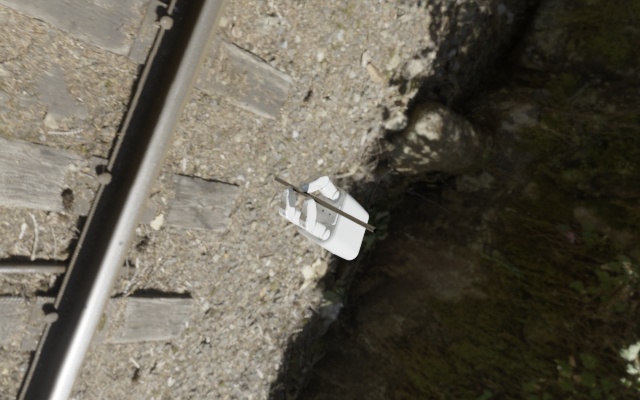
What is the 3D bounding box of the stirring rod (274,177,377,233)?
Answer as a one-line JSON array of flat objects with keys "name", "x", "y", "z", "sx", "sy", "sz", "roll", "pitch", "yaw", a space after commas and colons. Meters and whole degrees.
[{"name": "stirring rod", "x": 0.000, "y": 0.003, "z": 0.796, "sx": 0.011, "sy": 0.011, "sz": 0.239, "roll": 0, "pitch": 21, "yaw": -47}]
